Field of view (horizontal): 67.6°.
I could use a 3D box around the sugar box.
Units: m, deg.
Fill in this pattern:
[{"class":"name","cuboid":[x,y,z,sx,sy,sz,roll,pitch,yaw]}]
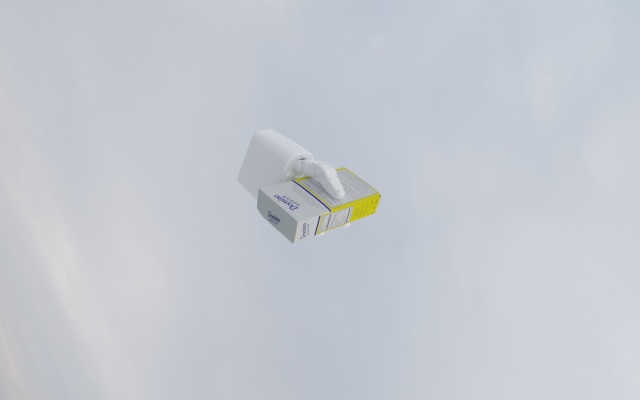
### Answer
[{"class":"sugar box","cuboid":[0.000,0.003,0.728,0.176,0.048,0.093,-18,44,-38]}]
